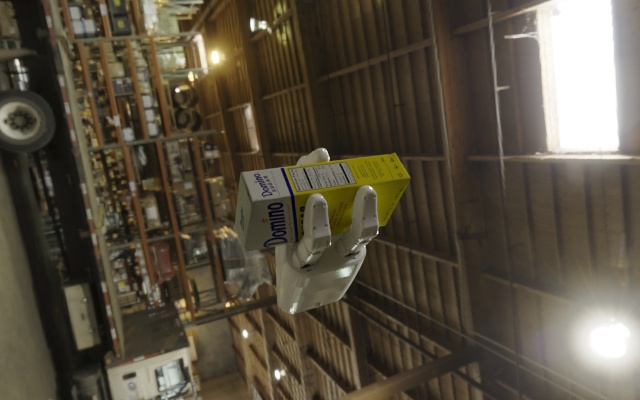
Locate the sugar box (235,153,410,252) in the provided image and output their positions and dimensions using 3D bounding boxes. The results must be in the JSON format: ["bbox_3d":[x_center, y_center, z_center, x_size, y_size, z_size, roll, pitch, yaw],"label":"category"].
[{"bbox_3d":[0.000,0.002,0.517,0.176,0.048,0.093,-12,-34,-22],"label":"sugar box"}]
